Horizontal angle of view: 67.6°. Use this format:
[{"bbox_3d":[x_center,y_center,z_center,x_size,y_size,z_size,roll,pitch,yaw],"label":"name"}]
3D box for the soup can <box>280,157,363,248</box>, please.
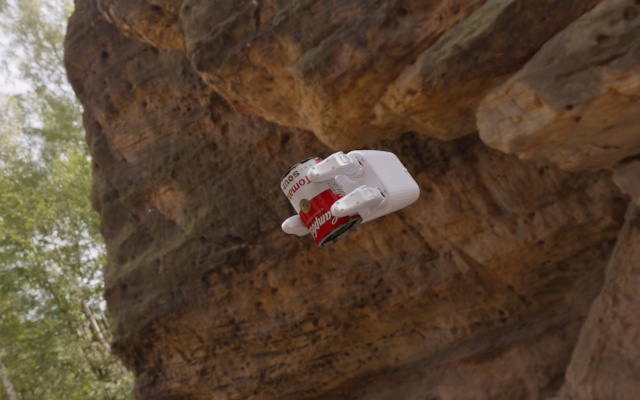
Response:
[{"bbox_3d":[0.000,0.002,0.629,0.068,0.102,0.068,-31,-16,-10],"label":"soup can"}]
